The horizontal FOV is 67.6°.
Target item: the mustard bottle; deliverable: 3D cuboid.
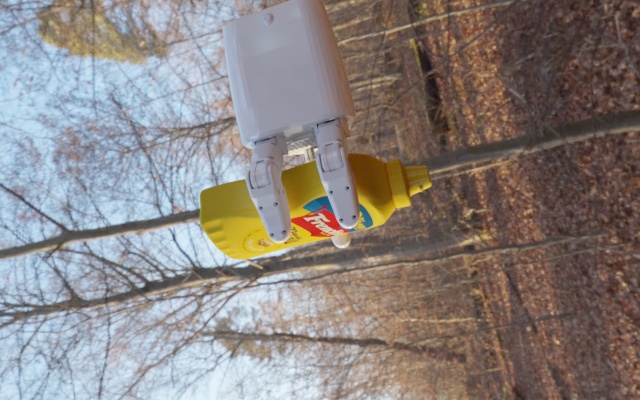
[{"bbox_3d":[0.000,0.002,0.418,0.191,0.058,0.096,-14,-30,11],"label":"mustard bottle"}]
